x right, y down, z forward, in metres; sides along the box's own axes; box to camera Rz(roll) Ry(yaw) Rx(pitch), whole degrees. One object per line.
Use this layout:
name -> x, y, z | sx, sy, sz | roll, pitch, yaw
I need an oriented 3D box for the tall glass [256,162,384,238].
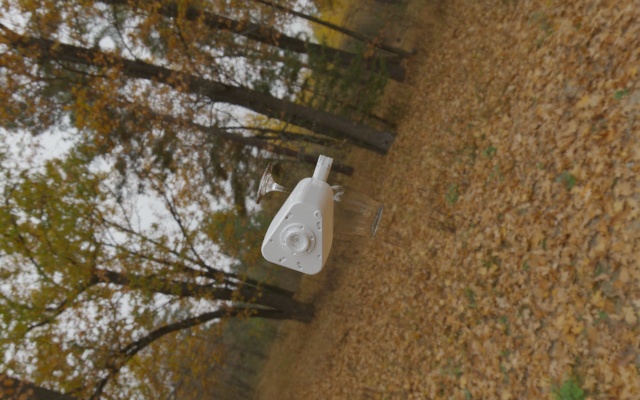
tall glass -> 0.000, 0.002, 0.795 | 0.201, 0.079, 0.079 | 18, 0, 0
